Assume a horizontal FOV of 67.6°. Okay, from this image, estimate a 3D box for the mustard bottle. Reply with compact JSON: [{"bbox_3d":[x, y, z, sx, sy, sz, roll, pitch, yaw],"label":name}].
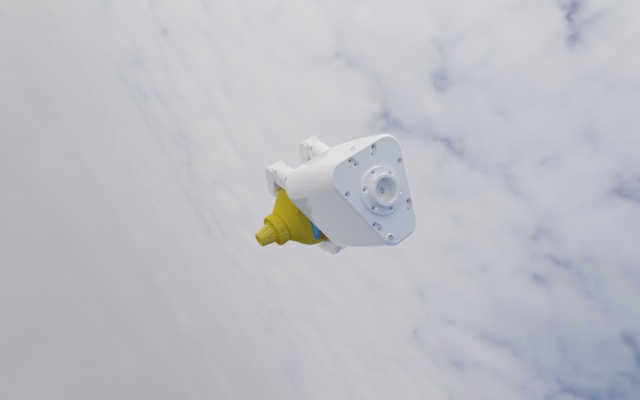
[{"bbox_3d":[0.000,0.002,0.614,0.191,0.096,0.058,-33,36,-24],"label":"mustard bottle"}]
